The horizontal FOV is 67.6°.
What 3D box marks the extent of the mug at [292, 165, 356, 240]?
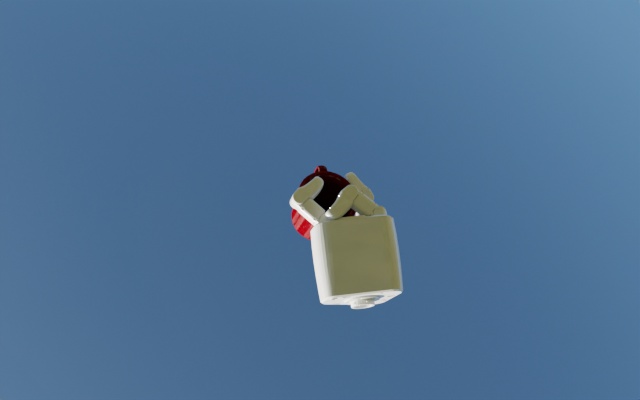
[{"bbox_3d":[0.000,0.001,0.749,0.093,0.117,0.081,0,-24,-16],"label":"mug"}]
